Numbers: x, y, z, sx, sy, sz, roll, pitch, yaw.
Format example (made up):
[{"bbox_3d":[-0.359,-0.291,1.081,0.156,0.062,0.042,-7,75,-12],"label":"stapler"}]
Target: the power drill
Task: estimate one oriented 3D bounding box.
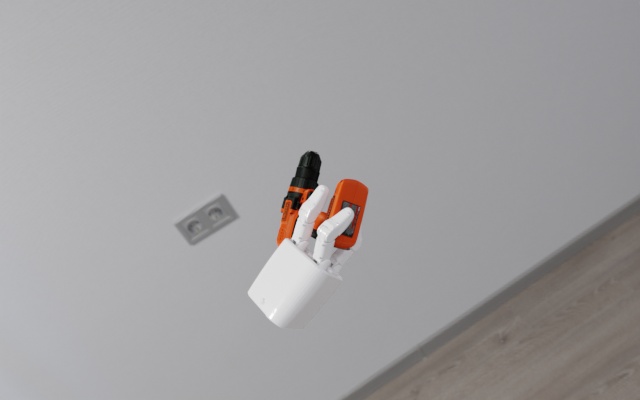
[{"bbox_3d":[0.000,0.003,0.792,0.057,0.184,0.187,16,-6,-29],"label":"power drill"}]
